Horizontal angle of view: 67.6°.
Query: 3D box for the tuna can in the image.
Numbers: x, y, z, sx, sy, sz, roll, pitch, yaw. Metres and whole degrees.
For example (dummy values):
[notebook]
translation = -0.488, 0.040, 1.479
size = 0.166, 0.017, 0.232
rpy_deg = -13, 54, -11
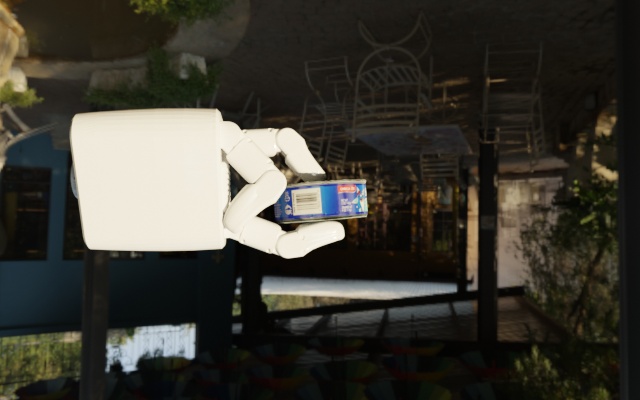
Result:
[tuna can]
translation = 0.000, 0.002, 0.437
size = 0.086, 0.034, 0.086
rpy_deg = -5, -2, 0
